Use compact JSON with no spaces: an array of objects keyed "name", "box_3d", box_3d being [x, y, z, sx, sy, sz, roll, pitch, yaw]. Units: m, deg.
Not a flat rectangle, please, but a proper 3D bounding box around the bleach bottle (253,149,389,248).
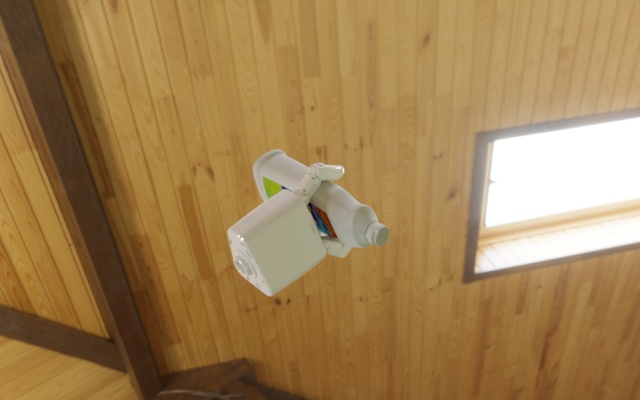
[{"name":"bleach bottle","box_3d":[0.000,0.002,0.733,0.068,0.103,0.250,-36,41,-28]}]
